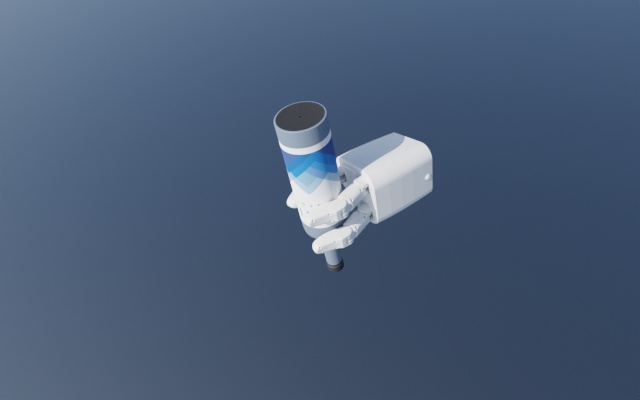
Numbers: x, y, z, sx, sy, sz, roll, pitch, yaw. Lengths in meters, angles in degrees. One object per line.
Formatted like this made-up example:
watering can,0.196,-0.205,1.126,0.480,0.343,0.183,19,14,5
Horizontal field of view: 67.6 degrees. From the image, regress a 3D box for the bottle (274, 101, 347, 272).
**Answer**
bottle,0.000,0.002,0.680,0.069,0.296,0.069,-7,43,7
